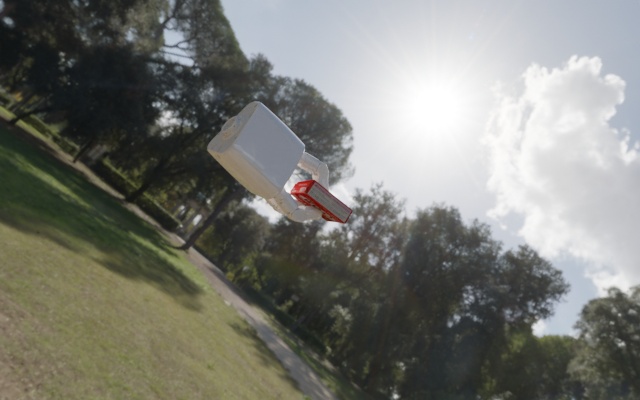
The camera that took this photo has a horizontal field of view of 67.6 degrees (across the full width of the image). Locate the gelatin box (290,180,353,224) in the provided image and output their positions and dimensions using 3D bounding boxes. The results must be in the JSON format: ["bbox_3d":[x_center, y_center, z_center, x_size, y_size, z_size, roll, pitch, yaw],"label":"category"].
[{"bbox_3d":[0.001,0.002,0.797,0.089,0.030,0.073,37,-13,-19],"label":"gelatin box"}]
